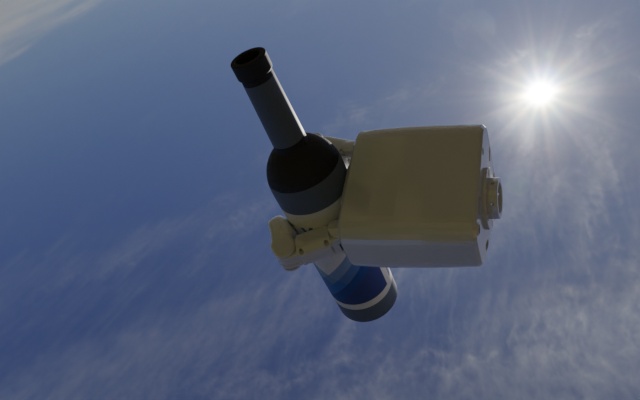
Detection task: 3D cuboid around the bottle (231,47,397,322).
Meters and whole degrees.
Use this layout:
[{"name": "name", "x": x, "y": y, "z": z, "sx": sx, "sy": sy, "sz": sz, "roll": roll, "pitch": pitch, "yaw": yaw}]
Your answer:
[{"name": "bottle", "x": 0.000, "y": 0.002, "z": 0.428, "sx": 0.069, "sy": 0.069, "sz": 0.296, "roll": 0, "pitch": -44, "yaw": 29}]
